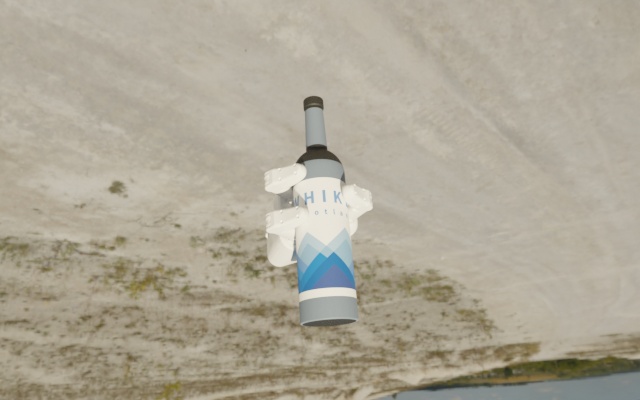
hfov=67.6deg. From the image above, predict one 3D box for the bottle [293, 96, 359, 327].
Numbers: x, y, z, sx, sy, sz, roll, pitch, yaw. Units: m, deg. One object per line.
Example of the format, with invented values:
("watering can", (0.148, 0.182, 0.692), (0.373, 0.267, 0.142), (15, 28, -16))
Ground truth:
("bottle", (0.000, 0.002, 0.594), (0.069, 0.295, 0.069), (-4, -21, -1))
